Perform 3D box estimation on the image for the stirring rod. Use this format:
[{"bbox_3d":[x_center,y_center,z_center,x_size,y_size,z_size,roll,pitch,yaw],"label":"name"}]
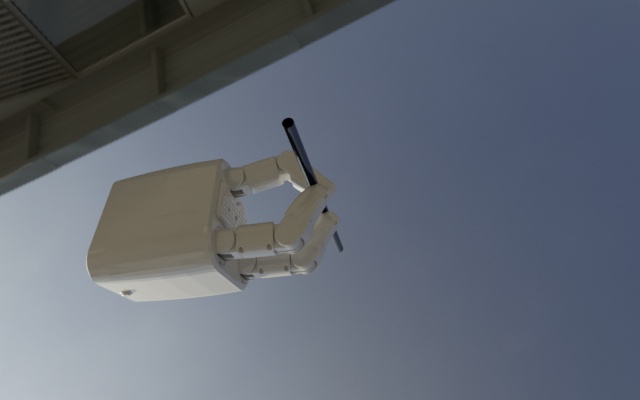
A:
[{"bbox_3d":[0.000,0.001,0.412,0.011,0.011,0.240,0,-25,11],"label":"stirring rod"}]
